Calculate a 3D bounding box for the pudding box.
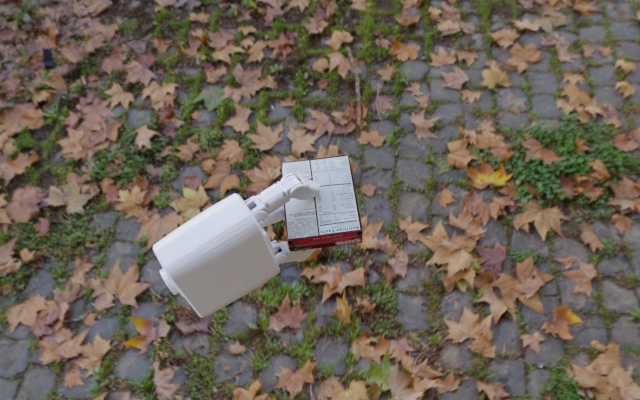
[{"bbox_3d":[0.000,0.002,0.585,0.090,0.113,0.039,-6,-28,-1],"label":"pudding box"}]
